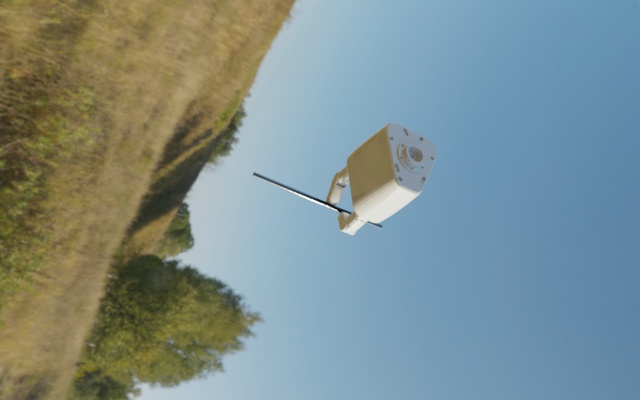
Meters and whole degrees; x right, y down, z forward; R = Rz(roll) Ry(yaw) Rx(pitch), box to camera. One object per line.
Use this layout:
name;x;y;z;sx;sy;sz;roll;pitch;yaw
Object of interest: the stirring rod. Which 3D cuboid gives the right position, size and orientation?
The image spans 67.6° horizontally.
stirring rod;0.000;0.003;0.787;0.239;0.011;0.011;23;-8;-19
